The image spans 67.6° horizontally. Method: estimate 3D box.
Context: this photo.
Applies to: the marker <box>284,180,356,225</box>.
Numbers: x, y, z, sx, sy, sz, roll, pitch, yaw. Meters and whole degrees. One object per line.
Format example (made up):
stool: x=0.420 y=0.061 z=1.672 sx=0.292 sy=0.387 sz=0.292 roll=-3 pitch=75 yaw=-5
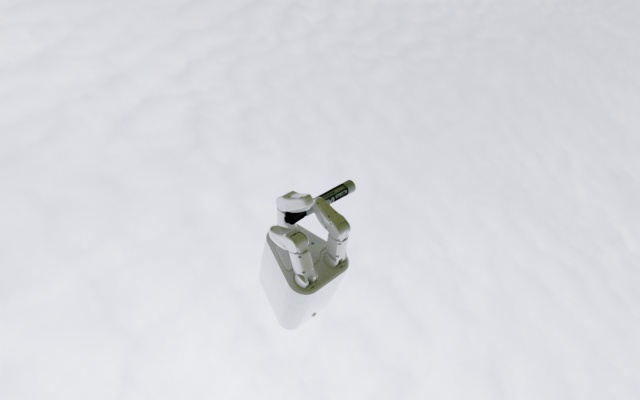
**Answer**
marker: x=0.000 y=0.002 z=0.634 sx=0.121 sy=0.020 sz=0.020 roll=-28 pitch=17 yaw=-36
